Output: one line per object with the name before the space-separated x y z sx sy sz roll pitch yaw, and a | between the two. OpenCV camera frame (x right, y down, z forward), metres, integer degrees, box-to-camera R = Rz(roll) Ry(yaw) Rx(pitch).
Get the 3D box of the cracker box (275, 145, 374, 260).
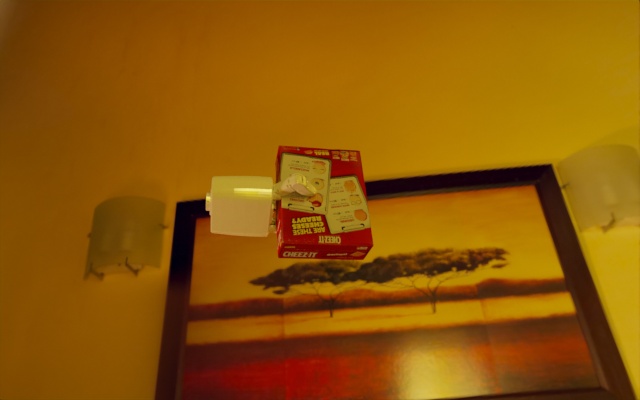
cracker box | 0.000 0.003 0.895 0.164 0.213 0.072 3 -33 -12
